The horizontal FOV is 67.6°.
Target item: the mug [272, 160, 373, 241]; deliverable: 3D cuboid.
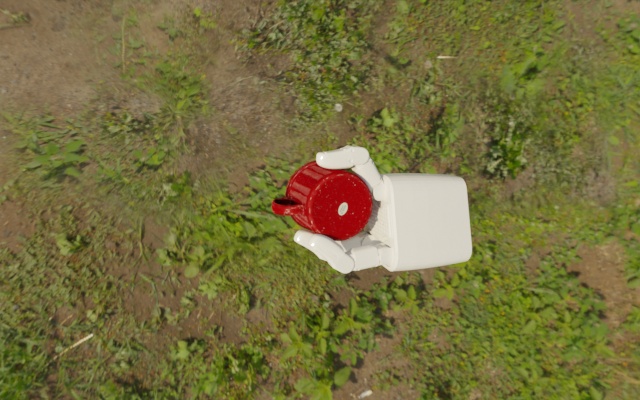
[{"bbox_3d":[-0.001,0.002,0.572,0.117,0.093,0.081,-4,11,-17],"label":"mug"}]
